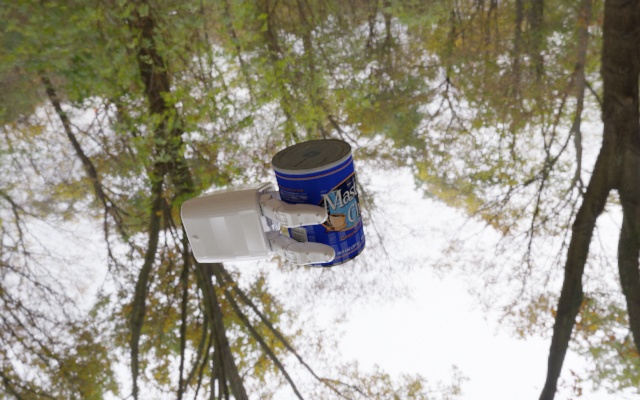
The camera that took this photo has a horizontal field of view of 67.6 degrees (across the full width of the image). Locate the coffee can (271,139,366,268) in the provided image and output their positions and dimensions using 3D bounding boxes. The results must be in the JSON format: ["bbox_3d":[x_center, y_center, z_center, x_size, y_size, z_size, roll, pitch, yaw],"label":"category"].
[{"bbox_3d":[0.000,0.002,0.629,0.103,0.140,0.102,-9,25,4],"label":"coffee can"}]
